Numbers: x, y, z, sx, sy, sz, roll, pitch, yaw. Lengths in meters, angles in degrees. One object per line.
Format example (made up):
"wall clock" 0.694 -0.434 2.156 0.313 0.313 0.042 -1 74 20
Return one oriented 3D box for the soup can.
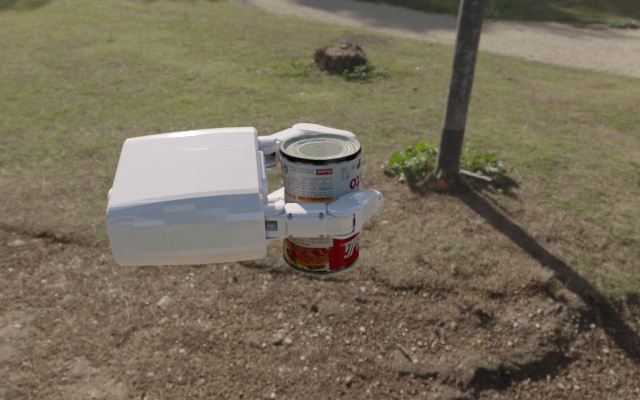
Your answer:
"soup can" 0.001 0.001 0.403 0.068 0.102 0.068 0 26 0
